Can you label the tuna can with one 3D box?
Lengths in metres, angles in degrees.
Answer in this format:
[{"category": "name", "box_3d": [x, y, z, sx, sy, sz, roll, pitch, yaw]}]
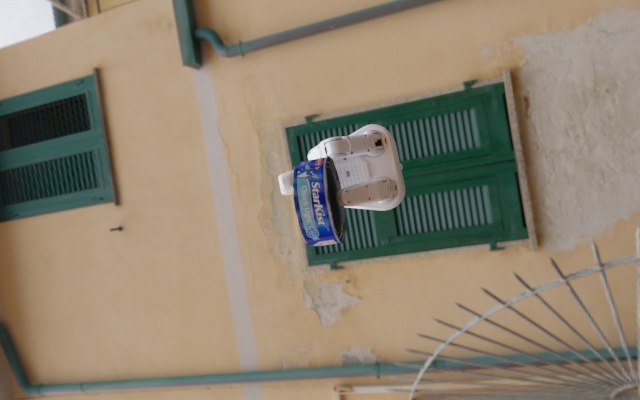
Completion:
[{"category": "tuna can", "box_3d": [-0.001, 0.002, 0.468, 0.034, 0.086, 0.086, -9, -2, 11]}]
